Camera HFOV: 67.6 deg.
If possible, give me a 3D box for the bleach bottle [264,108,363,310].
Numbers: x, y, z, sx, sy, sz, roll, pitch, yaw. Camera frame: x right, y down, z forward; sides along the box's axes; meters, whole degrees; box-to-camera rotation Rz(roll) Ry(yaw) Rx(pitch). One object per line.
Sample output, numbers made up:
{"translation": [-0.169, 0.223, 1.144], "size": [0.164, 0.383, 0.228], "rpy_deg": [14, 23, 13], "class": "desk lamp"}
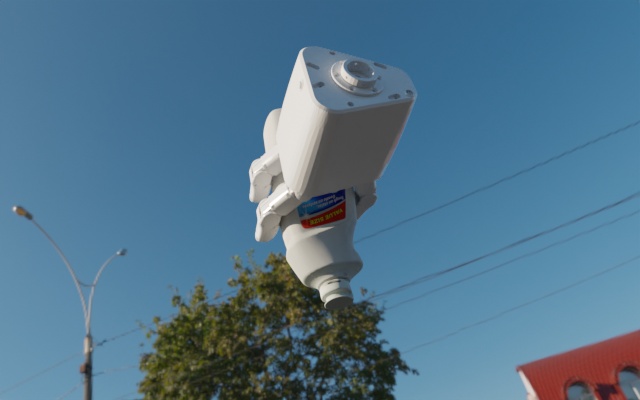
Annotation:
{"translation": [0.000, 0.002, 0.537], "size": [0.102, 0.250, 0.068], "rpy_deg": [-1, -39, -19], "class": "bleach bottle"}
